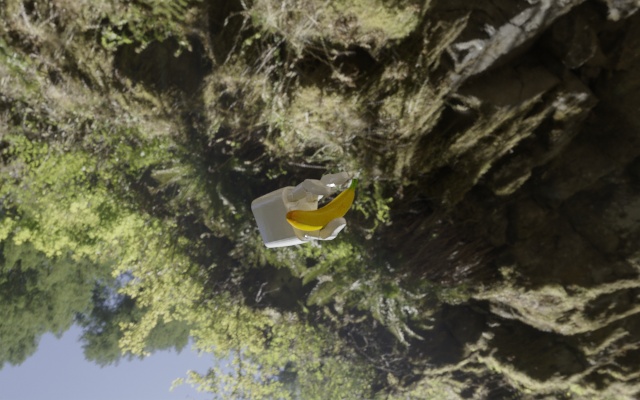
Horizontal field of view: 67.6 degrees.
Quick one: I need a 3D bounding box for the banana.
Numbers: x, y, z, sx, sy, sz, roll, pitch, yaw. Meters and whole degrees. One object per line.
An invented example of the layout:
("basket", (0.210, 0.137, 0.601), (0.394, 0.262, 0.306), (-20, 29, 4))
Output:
("banana", (0.005, 0.019, 0.902), (0.037, 0.070, 0.197), (9, 27, 39))
